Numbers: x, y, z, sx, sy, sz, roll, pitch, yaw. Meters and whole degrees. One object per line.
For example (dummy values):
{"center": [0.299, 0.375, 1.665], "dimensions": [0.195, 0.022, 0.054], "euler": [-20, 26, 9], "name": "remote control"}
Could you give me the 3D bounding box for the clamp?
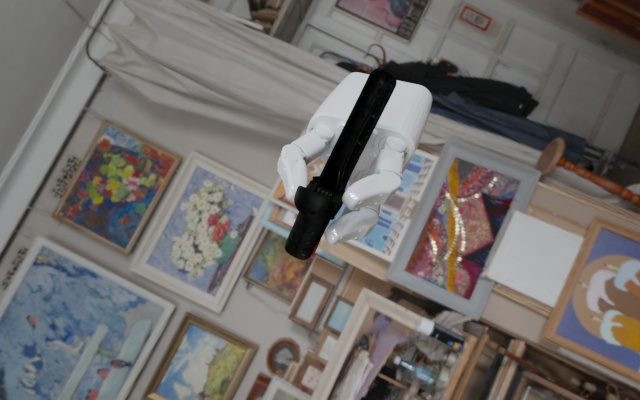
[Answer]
{"center": [-0.001, 0.001, 0.430], "dimensions": [0.036, 0.210, 0.164], "euler": [28, 47, 4], "name": "clamp"}
